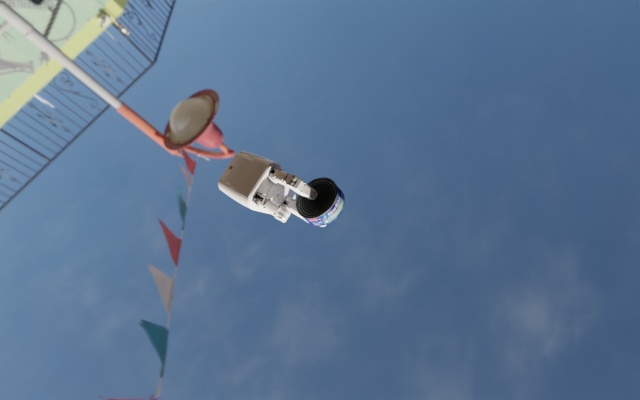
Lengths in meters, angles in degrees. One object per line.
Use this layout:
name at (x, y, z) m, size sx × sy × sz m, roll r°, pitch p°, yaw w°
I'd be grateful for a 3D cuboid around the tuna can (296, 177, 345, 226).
tuna can at (0.000, 0.003, 0.863) m, size 0.086 × 0.086 × 0.034 m, roll 0°, pitch -30°, yaw 35°
